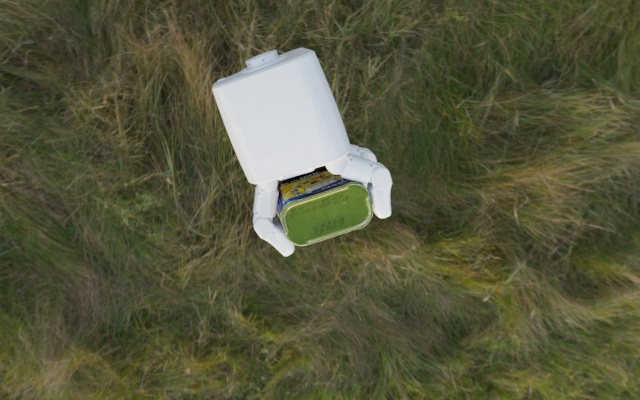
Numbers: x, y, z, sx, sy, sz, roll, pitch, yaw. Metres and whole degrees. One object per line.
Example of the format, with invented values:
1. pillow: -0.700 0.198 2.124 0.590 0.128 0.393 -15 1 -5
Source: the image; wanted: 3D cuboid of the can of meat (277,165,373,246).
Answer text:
1. can of meat: 0.000 0.002 0.529 0.102 0.057 0.084 -18 22 -4
